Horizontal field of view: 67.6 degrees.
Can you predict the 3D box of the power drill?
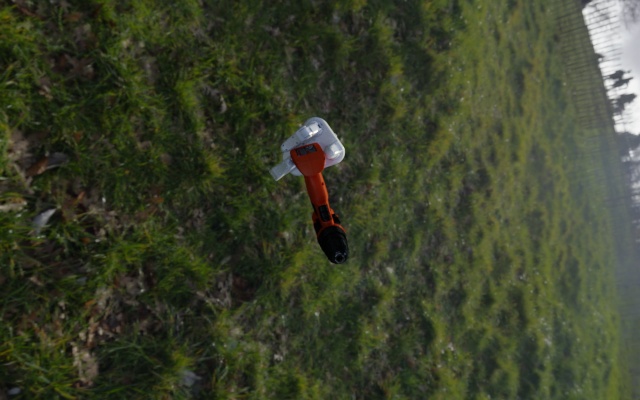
[{"bbox_3d":[0.000,0.002,0.848,0.057,0.188,0.184,-16,23,-5],"label":"power drill"}]
